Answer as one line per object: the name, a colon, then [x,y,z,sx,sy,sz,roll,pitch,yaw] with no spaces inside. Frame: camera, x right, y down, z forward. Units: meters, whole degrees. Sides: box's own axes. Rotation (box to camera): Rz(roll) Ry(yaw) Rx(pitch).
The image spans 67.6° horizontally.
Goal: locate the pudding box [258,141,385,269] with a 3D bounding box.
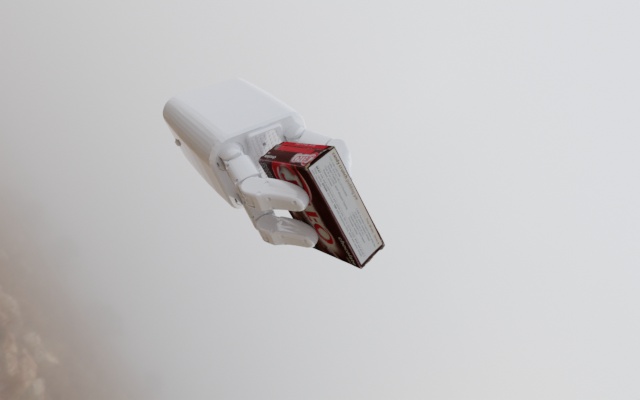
pudding box: [0.000,0.001,0.440,0.039,0.113,0.090,-41,27,-19]
